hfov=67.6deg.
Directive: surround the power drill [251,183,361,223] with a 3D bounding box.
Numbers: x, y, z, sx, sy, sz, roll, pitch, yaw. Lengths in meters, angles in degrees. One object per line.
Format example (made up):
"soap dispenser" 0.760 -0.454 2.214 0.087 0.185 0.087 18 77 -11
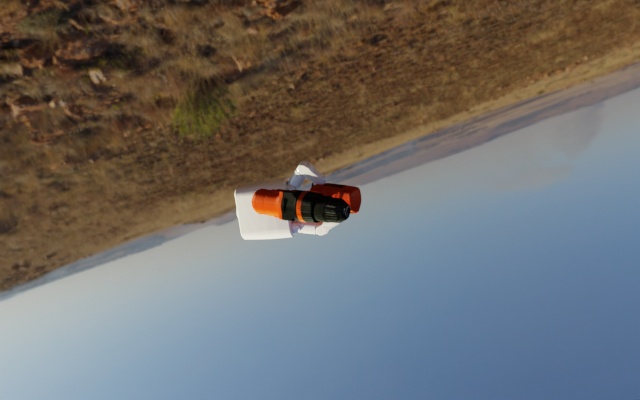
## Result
"power drill" 0.000 0.003 0.849 0.184 0.057 0.187 8 7 30
